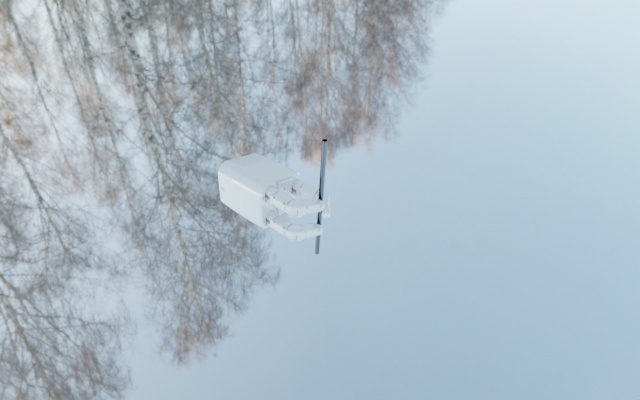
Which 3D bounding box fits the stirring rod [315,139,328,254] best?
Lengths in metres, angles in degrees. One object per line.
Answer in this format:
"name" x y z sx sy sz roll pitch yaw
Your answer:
"stirring rod" 0.000 0.002 0.787 0.011 0.240 0.011 2 40 -2
